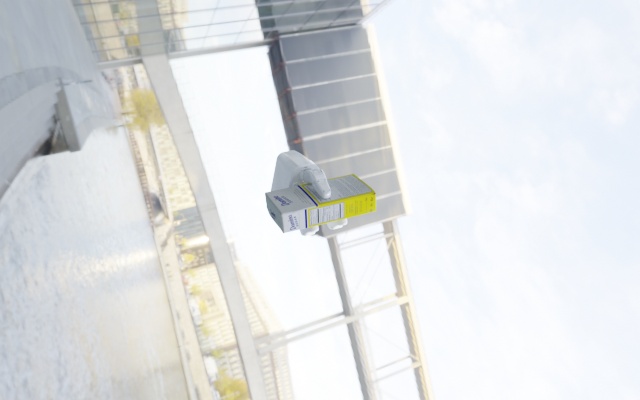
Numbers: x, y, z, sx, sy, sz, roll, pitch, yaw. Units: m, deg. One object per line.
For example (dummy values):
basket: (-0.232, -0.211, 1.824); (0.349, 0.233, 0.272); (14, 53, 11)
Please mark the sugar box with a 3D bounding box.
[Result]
sugar box: (0.000, 0.003, 0.838); (0.176, 0.048, 0.093); (-14, 29, -18)
